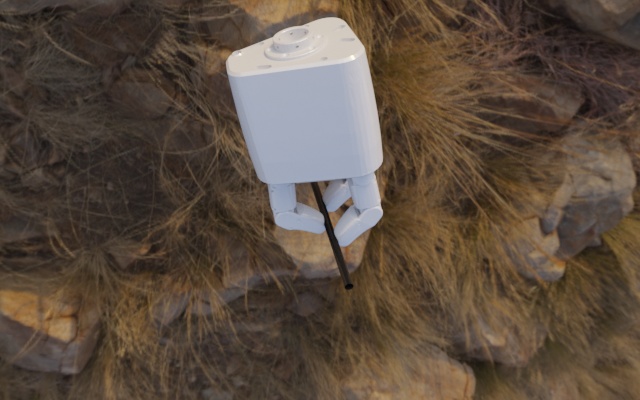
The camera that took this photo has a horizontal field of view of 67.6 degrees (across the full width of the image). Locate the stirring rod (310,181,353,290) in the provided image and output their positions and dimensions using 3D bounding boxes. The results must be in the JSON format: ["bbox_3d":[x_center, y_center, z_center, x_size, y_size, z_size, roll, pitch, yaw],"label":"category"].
[{"bbox_3d":[0.000,0.002,0.507,0.011,0.011,0.239,0,38,-15],"label":"stirring rod"}]
